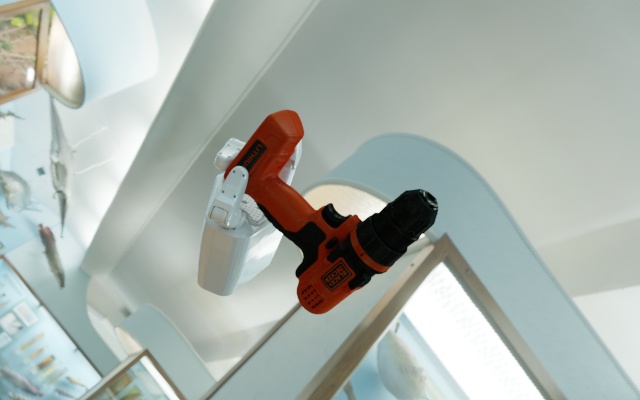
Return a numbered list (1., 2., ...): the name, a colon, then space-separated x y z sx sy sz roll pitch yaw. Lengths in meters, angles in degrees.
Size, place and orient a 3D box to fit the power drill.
1. power drill: 0.000 0.001 0.478 0.184 0.187 0.057 -45 -13 29
